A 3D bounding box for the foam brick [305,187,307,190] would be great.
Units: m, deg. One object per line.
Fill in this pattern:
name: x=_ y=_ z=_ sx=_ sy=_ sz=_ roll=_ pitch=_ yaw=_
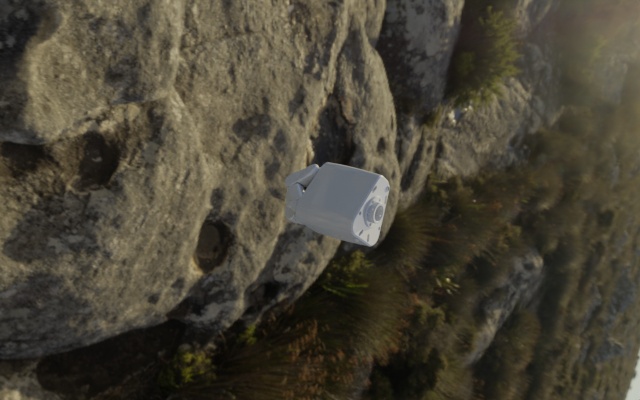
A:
foam brick: x=0.000 y=0.003 z=0.833 sx=0.051 sy=0.053 sz=0.078 roll=11 pitch=-15 yaw=34
